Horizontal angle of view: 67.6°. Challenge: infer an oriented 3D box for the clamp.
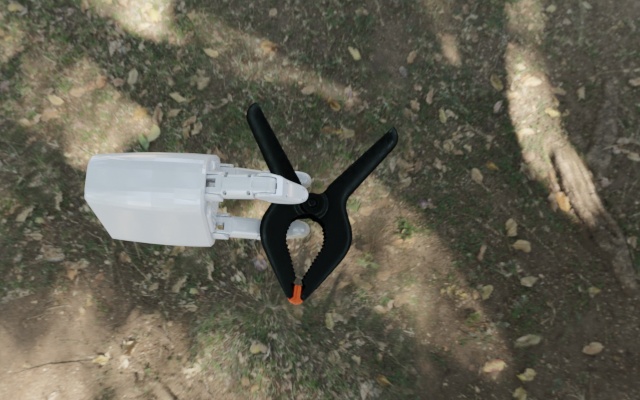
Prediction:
[{"bbox_3d":[0.000,0.002,0.496,0.164,0.210,0.036,3,-13,-4],"label":"clamp"}]
